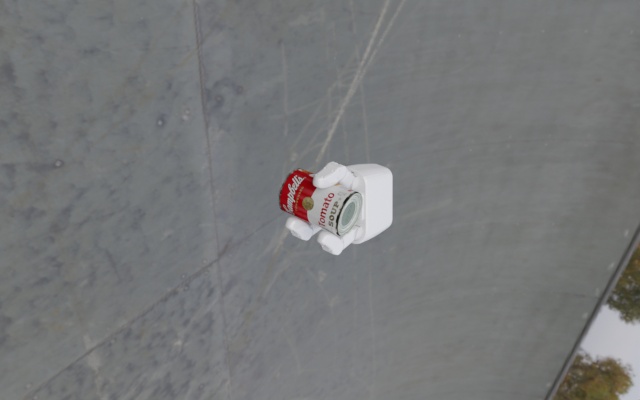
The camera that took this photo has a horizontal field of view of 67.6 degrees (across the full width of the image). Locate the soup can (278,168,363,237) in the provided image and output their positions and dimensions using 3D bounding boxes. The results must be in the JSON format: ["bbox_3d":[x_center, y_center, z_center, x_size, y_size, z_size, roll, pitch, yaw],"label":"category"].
[{"bbox_3d":[0.000,0.002,0.675,0.102,0.068,0.068,23,11,27],"label":"soup can"}]
